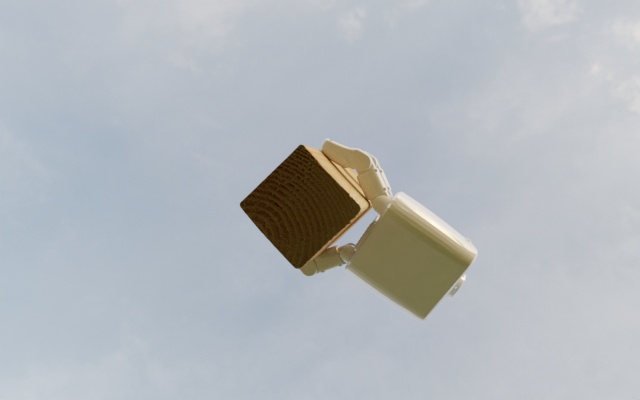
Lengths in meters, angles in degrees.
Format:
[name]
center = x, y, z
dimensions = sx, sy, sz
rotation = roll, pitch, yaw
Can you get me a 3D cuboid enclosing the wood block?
[wood block]
center = 0.000, 0.002, 0.557
dimensions = 0.091, 0.090, 0.206
rotation = -44, -6, 10
